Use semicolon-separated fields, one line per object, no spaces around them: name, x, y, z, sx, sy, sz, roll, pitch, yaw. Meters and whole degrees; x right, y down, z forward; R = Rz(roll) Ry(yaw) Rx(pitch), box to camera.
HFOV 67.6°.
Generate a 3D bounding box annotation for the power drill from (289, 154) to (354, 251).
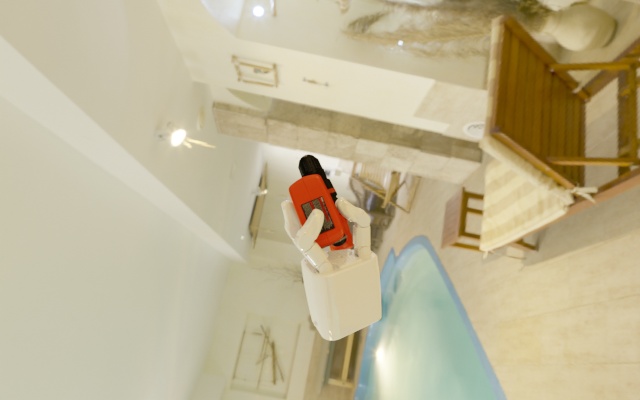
power drill;0.000;0.003;0.775;0.057;0.184;0.187;-25;-4;8
